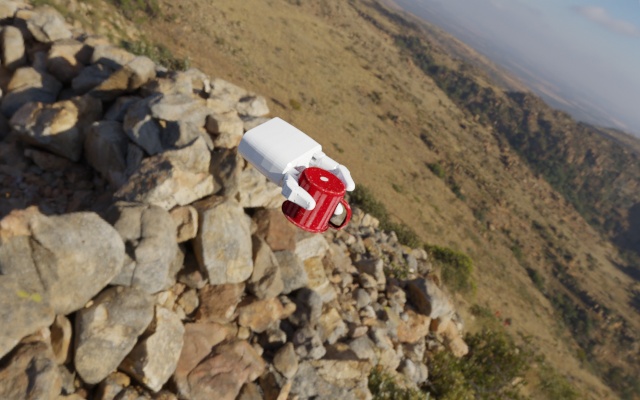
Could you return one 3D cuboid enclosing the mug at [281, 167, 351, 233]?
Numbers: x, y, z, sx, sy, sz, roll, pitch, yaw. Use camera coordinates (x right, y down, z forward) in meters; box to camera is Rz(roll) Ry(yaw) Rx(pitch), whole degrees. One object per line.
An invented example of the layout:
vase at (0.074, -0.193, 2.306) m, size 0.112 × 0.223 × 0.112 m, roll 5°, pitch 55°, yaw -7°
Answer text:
mug at (0.001, 0.003, 0.818) m, size 0.117 × 0.081 × 0.093 m, roll 36°, pitch 28°, yaw 14°
